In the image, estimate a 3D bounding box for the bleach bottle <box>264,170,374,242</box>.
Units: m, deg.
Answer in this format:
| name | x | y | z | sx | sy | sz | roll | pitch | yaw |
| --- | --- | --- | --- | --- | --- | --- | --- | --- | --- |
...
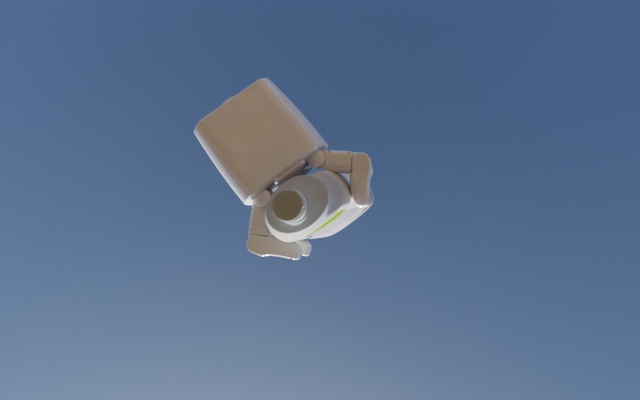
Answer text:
| name | x | y | z | sx | sy | sz | roll | pitch | yaw |
| --- | --- | --- | --- | --- | --- | --- | --- | --- | --- |
| bleach bottle | 0.000 | 0.002 | 0.548 | 0.102 | 0.068 | 0.251 | -40 | -8 | 8 |
